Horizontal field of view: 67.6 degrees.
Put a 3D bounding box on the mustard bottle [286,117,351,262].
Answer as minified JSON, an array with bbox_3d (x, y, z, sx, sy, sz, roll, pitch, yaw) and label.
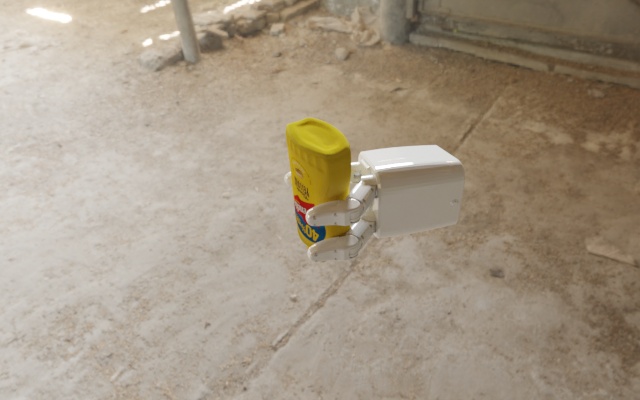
[{"bbox_3d":[0.000,0.002,0.586,0.058,0.192,0.096,-24,42,-24],"label":"mustard bottle"}]
